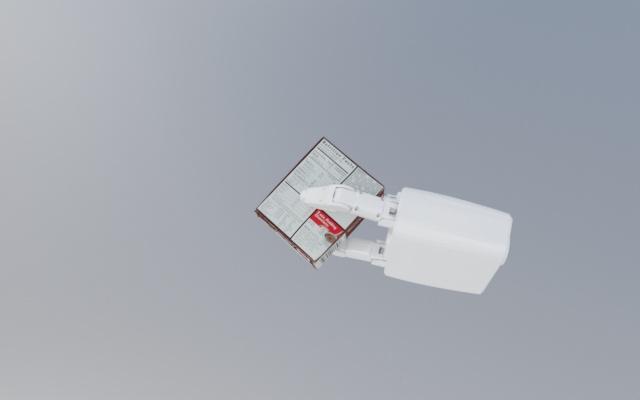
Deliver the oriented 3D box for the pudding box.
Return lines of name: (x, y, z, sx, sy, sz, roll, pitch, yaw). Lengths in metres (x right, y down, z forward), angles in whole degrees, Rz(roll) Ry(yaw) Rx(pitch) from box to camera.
pudding box: (0.000, 0.002, 0.511, 0.090, 0.113, 0.039, 41, -10, 14)
